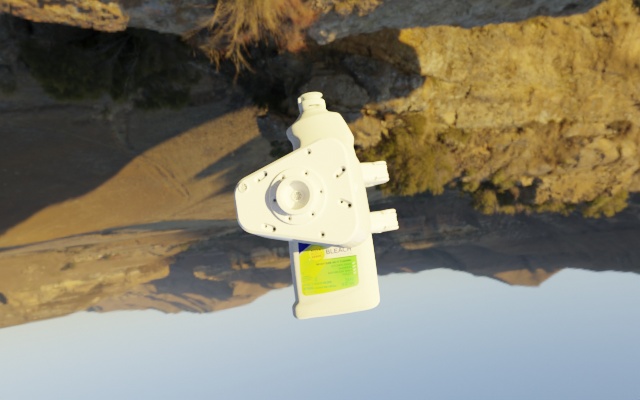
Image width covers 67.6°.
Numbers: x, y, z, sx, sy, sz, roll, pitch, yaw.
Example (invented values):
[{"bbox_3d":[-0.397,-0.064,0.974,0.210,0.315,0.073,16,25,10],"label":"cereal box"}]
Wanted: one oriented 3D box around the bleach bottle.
[{"bbox_3d":[0.000,0.002,0.552,0.102,0.251,0.068,-11,-6,10],"label":"bleach bottle"}]
